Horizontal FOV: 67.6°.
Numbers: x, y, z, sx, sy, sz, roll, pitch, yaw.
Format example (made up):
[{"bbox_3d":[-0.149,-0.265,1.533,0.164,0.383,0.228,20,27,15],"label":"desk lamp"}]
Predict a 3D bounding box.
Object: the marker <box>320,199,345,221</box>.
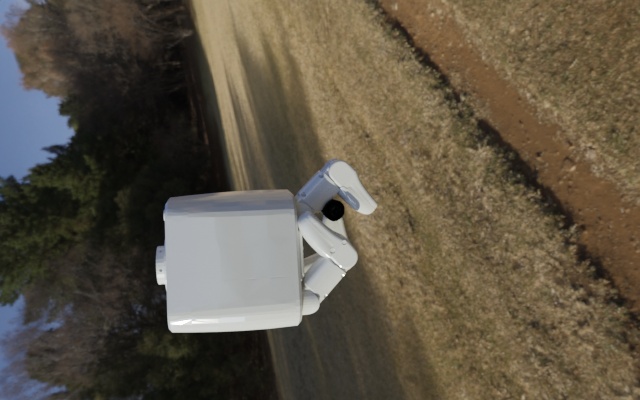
[{"bbox_3d":[0.000,0.002,0.467,0.020,0.020,0.121,0,8,-13],"label":"marker"}]
